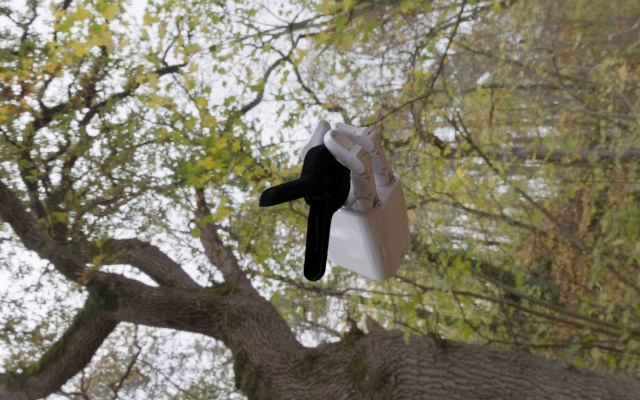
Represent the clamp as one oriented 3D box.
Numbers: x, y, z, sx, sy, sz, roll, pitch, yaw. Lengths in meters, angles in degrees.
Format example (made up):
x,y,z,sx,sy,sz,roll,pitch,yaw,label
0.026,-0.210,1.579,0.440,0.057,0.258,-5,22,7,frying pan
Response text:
x,y,z,sx,sy,sz,roll,pitch,yaw,label
0.000,0.002,0.532,0.039,0.120,0.171,2,34,31,clamp
